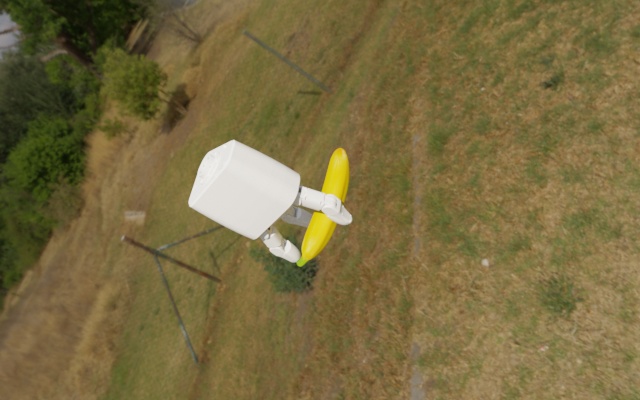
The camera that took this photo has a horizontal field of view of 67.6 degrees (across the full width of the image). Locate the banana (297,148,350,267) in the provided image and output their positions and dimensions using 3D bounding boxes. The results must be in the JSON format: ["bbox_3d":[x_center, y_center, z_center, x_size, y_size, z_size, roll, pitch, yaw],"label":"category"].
[{"bbox_3d":[0.008,0.006,0.719,0.037,0.197,0.069,27,-12,-28],"label":"banana"}]
